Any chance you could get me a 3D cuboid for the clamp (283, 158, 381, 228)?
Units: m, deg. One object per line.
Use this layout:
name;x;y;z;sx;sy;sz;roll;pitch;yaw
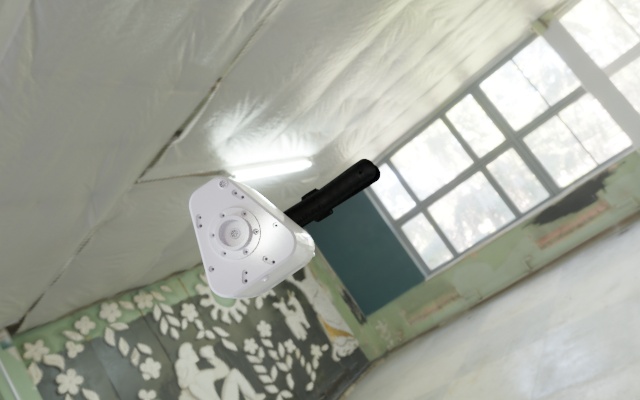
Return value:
clamp;0.000;0.001;0.561;0.171;0.039;0.120;-34;-10;0
